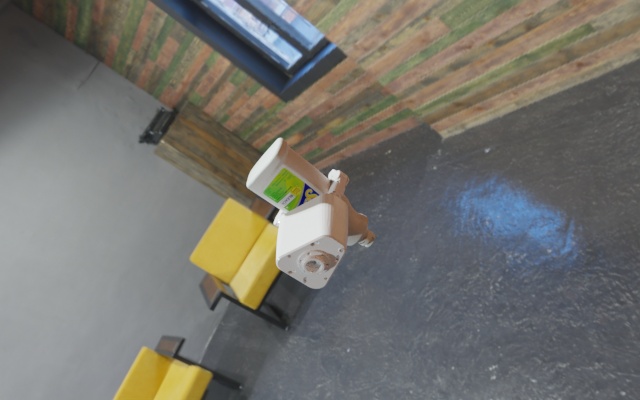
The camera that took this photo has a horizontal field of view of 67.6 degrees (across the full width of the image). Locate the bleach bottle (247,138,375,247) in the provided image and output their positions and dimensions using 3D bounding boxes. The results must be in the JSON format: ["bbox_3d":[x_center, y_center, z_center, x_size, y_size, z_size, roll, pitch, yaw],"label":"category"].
[{"bbox_3d":[0.000,0.003,0.837,0.251,0.102,0.068,34,30,-20],"label":"bleach bottle"}]
